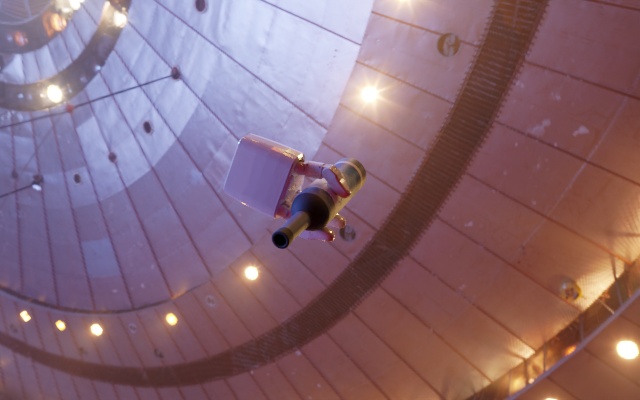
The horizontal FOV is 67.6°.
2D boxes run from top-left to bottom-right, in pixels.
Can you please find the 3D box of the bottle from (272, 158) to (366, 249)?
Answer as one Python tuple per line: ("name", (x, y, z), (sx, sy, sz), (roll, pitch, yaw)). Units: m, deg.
("bottle", (0.000, 0.003, 0.787), (0.069, 0.069, 0.295), (0, 21, 24))
